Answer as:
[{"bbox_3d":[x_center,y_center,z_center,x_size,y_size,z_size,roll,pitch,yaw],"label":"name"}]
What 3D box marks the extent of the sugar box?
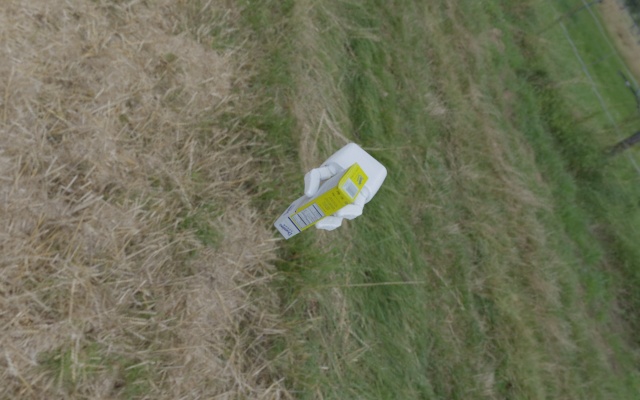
[{"bbox_3d":[0.001,0.003,0.885,0.176,0.048,0.093,-34,11,38],"label":"sugar box"}]
